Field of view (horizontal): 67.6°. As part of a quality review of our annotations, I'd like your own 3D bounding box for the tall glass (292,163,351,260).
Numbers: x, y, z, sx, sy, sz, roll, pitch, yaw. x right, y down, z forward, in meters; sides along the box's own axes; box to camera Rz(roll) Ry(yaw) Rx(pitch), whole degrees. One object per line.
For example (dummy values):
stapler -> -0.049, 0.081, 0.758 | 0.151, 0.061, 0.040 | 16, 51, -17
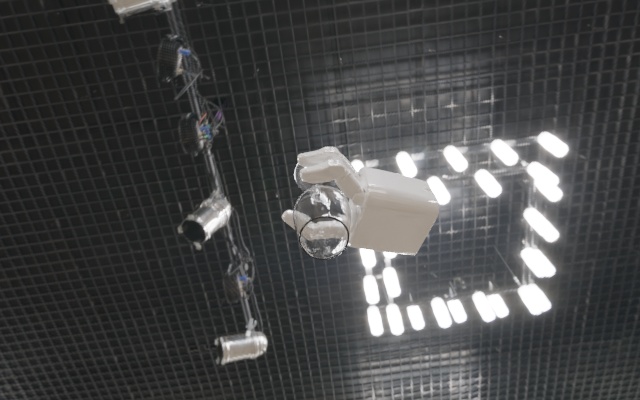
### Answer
tall glass -> 0.000, 0.002, 0.669 | 0.079, 0.079, 0.201 | 0, 27, -3
